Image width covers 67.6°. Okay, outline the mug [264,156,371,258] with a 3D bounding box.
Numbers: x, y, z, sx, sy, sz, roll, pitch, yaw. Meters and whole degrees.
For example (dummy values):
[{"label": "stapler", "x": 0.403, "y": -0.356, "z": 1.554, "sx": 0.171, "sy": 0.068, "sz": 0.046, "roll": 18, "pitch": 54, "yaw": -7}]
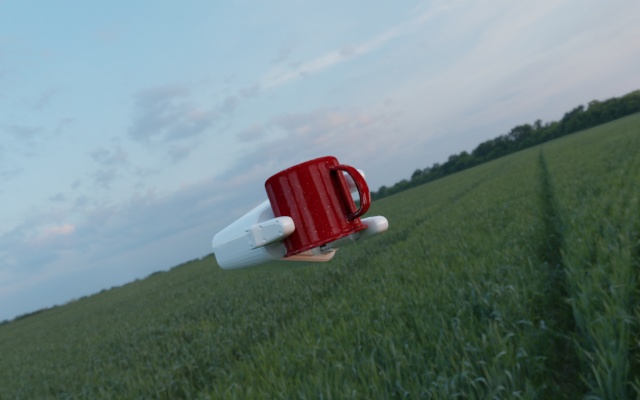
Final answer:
[{"label": "mug", "x": 0.001, "y": 0.001, "z": 0.483, "sx": 0.093, "sy": 0.081, "sz": 0.117, "roll": -17, "pitch": -5, "yaw": -46}]
